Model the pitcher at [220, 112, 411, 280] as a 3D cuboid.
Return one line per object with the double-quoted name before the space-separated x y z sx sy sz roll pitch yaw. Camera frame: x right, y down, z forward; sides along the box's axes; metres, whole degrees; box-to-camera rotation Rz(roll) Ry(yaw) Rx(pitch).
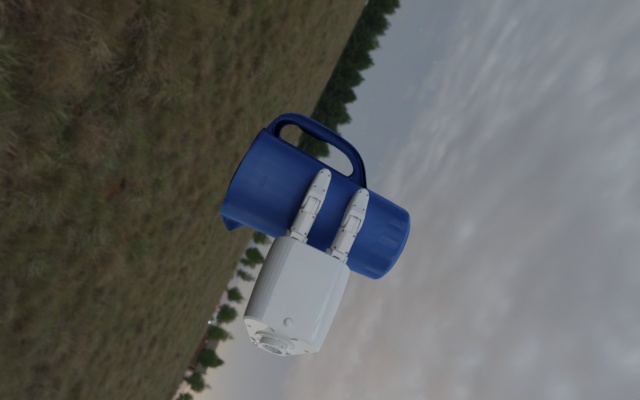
"pitcher" 0.000 0.002 0.654 0.243 0.145 0.149 26 -35 -5
